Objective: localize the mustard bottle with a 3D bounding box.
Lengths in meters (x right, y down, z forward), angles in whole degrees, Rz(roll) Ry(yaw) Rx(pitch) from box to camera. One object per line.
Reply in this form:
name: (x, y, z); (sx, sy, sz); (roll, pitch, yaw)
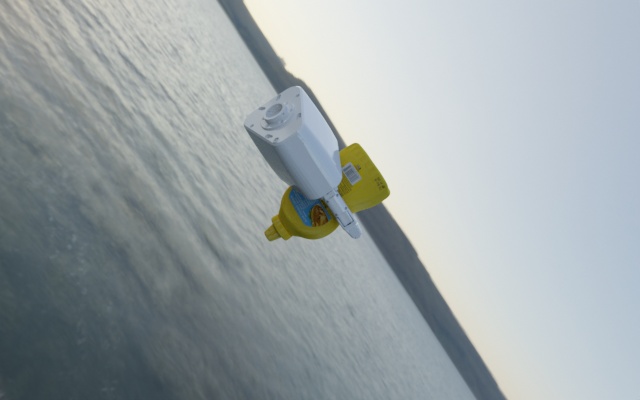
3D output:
mustard bottle: (0.000, 0.002, 0.707); (0.191, 0.096, 0.058); (-33, -24, 3)
